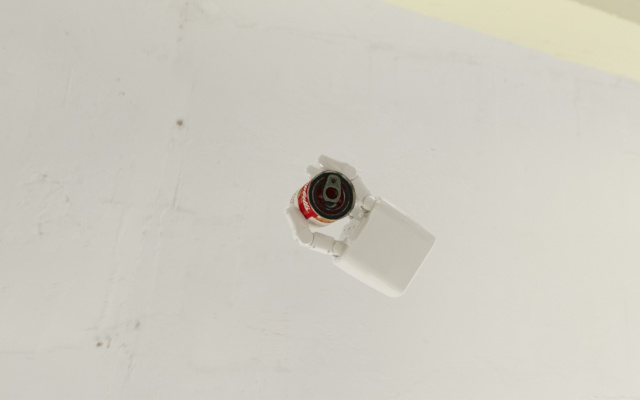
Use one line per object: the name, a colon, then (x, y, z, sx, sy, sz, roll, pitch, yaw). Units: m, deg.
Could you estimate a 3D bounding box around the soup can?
soup can: (0.000, 0.002, 0.674, 0.068, 0.068, 0.102, 0, -11, -19)
